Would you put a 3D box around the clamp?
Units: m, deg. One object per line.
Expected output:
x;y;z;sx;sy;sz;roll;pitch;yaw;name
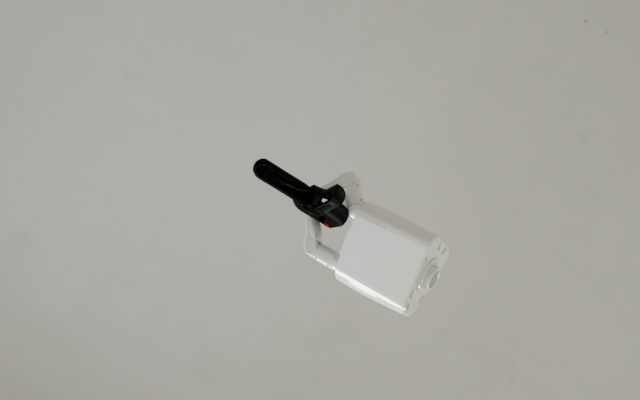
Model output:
0.000;0.003;0.608;0.120;0.039;0.171;25;-7;32;clamp
